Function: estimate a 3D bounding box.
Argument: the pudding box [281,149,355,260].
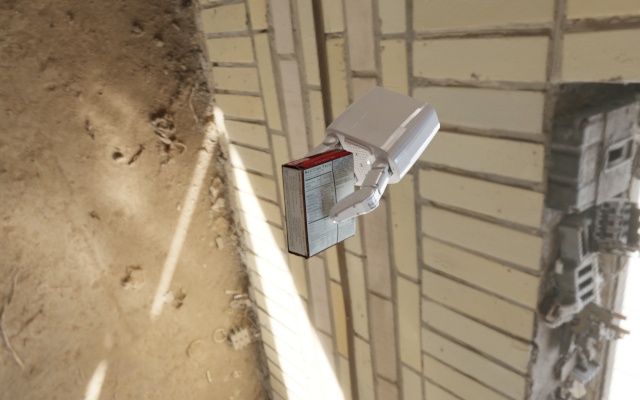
[{"bbox_3d":[0.000,0.002,0.571,0.039,0.113,0.090,13,25,42],"label":"pudding box"}]
